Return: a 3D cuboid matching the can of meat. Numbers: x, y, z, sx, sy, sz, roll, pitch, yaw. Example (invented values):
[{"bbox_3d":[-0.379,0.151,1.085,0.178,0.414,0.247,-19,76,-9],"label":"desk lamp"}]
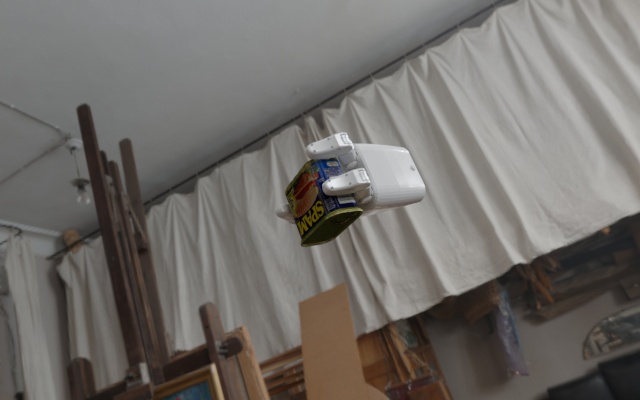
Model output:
[{"bbox_3d":[0.000,0.002,0.638,0.057,0.084,0.102,-6,-25,-34],"label":"can of meat"}]
